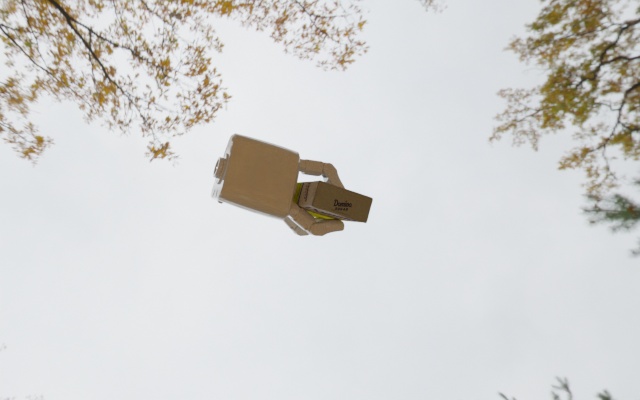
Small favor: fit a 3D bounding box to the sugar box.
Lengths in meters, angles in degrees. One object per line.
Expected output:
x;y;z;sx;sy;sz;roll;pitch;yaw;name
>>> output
0.000;0.003;0.762;0.093;0.048;0.176;18;-4;-21;sugar box
